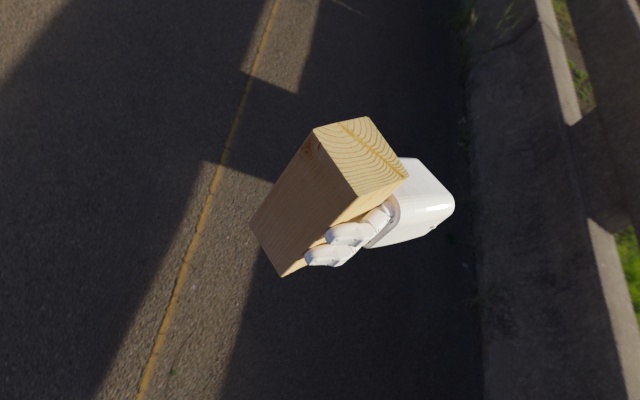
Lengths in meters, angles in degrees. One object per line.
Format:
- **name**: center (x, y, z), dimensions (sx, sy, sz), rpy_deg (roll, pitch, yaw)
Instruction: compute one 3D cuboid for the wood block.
- **wood block**: center (0.000, 0.001, 0.589), dimensions (0.090, 0.090, 0.206), rpy_deg (-21, -19, -39)
